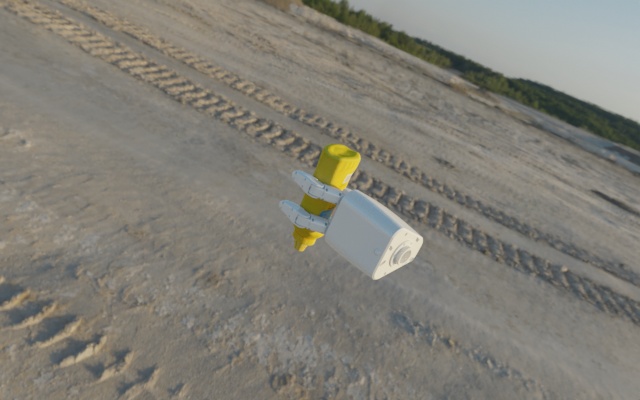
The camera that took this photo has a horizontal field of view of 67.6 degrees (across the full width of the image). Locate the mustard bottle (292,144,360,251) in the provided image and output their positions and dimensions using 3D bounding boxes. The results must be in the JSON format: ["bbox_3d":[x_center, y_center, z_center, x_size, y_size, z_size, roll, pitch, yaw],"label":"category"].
[{"bbox_3d":[0.000,0.002,0.796,0.058,0.192,0.096,29,21,12],"label":"mustard bottle"}]
